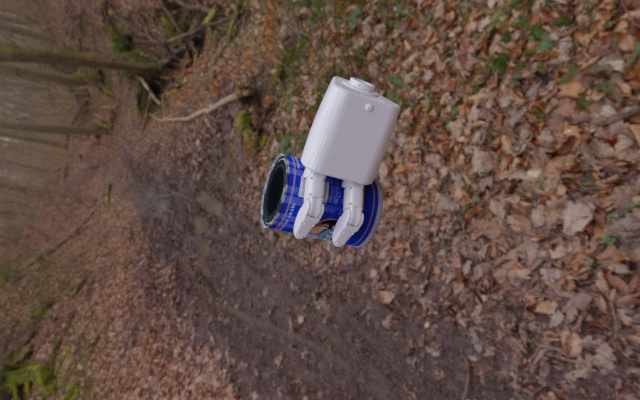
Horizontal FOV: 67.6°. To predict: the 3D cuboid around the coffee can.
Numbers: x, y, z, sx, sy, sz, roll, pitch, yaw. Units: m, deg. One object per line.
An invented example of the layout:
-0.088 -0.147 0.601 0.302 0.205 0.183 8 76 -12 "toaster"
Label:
0.000 0.002 0.660 0.140 0.103 0.103 13 -5 -21 "coffee can"
